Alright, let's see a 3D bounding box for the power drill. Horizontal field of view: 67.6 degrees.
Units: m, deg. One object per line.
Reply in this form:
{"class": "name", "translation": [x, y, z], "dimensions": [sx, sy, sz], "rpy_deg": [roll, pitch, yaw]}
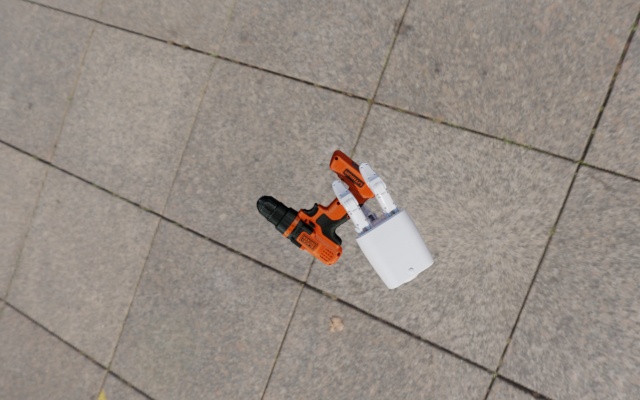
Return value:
{"class": "power drill", "translation": [0.001, 0.003, 0.864], "dimensions": [0.184, 0.188, 0.057], "rpy_deg": [37, 18, -7]}
